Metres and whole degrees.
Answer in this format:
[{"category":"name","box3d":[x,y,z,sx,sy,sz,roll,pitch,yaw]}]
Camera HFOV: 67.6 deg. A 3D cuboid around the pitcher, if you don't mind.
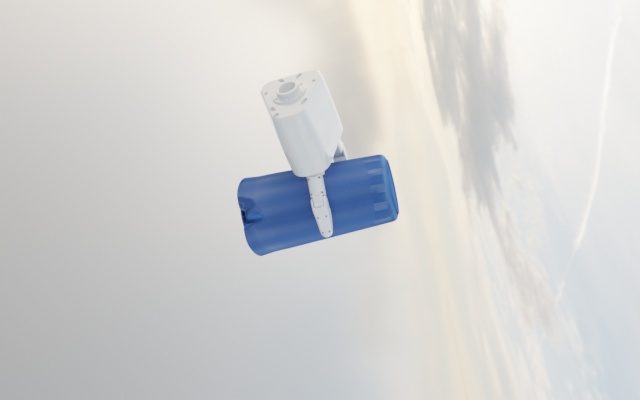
[{"category":"pitcher","box3d":[0.000,0.002,0.781,0.243,0.145,0.149,-12,42,13]}]
